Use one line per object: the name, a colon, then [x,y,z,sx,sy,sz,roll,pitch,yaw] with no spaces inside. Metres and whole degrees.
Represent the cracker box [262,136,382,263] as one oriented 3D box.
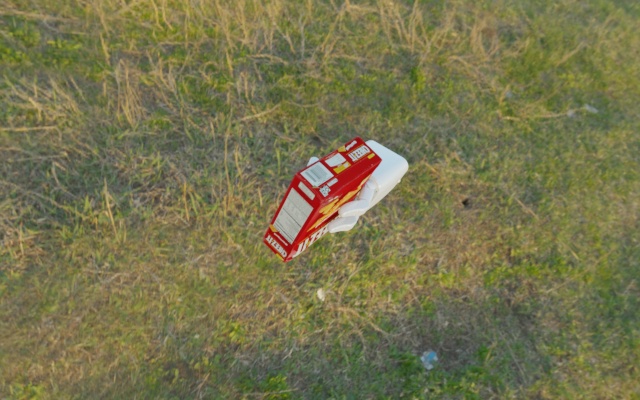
cracker box: [0.000,0.003,0.857,0.164,0.072,0.214,-35,-16,-38]
